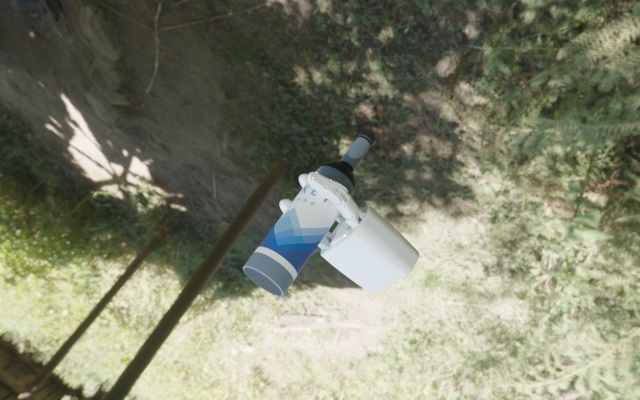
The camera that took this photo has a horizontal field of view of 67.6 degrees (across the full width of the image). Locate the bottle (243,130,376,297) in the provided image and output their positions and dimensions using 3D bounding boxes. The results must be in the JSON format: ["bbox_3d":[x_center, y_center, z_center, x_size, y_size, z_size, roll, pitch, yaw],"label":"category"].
[{"bbox_3d":[0.000,0.002,0.705,0.069,0.295,0.069,28,-27,16],"label":"bottle"}]
